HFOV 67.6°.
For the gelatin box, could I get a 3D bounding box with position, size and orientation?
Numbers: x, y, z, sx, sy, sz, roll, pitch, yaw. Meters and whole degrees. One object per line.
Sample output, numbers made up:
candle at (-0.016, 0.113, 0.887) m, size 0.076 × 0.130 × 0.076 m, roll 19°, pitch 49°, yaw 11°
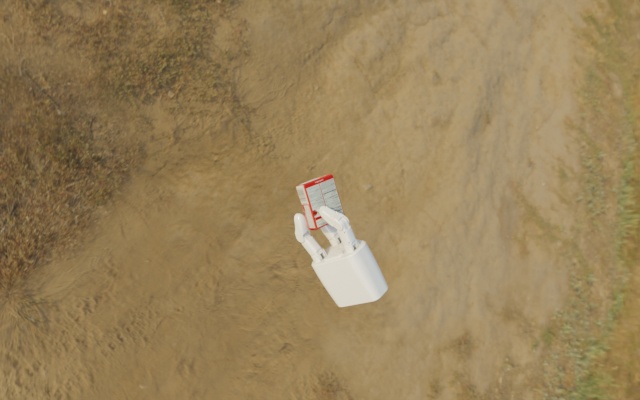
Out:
gelatin box at (0.000, 0.003, 0.898) m, size 0.073 × 0.089 × 0.030 m, roll -23°, pitch 11°, yaw -36°
